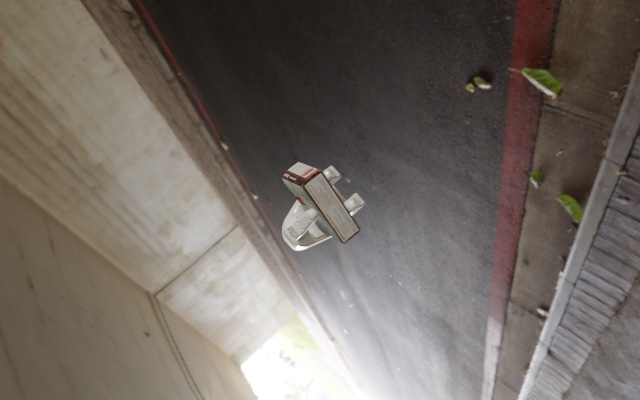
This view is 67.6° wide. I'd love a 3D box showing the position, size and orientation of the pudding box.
[{"bbox_3d":[0.000,0.002,0.690,0.039,0.113,0.090,-42,24,-11],"label":"pudding box"}]
